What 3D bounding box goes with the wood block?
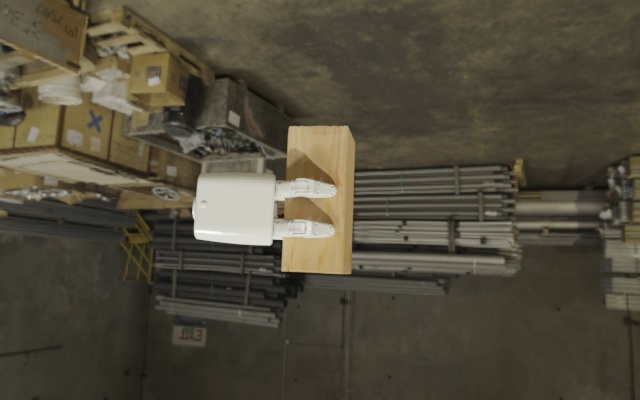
[{"bbox_3d":[0.000,0.002,0.703,0.090,0.206,0.091,1,-8,10],"label":"wood block"}]
